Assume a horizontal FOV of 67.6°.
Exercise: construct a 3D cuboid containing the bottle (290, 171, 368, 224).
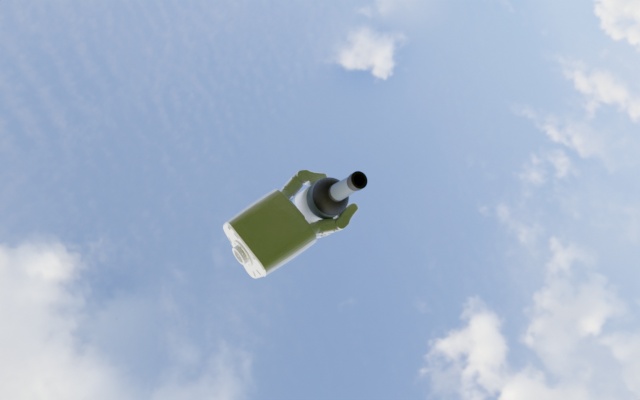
[{"bbox_3d":[0.000,0.003,0.822,0.069,0.069,0.296,0,-13,-23],"label":"bottle"}]
